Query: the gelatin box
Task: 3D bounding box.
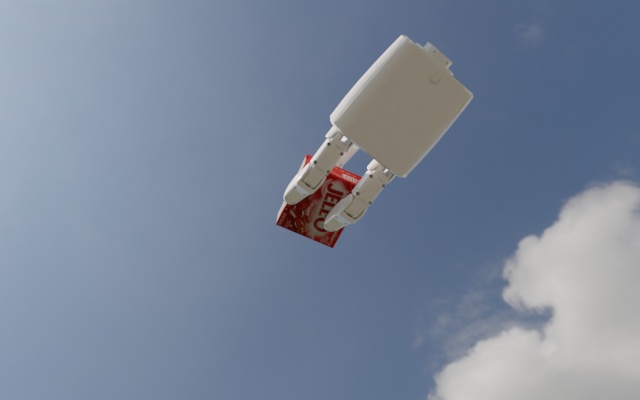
[{"bbox_3d":[0.000,0.002,0.539,0.073,0.089,0.030,23,28,-9],"label":"gelatin box"}]
